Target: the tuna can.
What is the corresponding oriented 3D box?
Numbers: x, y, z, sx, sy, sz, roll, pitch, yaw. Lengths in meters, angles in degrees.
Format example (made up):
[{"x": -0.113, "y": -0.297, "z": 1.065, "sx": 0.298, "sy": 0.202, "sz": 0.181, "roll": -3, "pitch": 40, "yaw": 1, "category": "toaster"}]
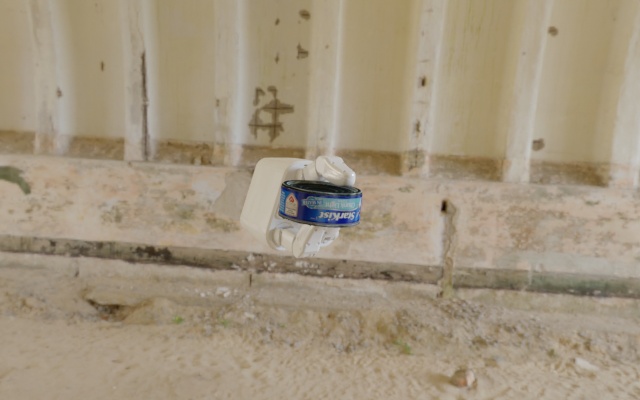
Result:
[{"x": 0.000, "y": 0.001, "z": 0.493, "sx": 0.086, "sy": 0.034, "sz": 0.086, "roll": 6, "pitch": 10, "yaw": -1, "category": "tuna can"}]
